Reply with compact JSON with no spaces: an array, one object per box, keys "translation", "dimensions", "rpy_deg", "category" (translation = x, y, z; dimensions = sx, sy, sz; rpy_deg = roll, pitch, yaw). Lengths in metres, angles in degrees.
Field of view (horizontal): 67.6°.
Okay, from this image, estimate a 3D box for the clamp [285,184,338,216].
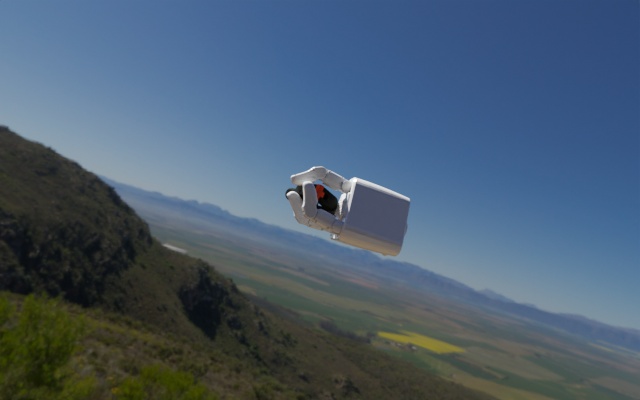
[{"translation":[0.000,0.002,0.868],"dimensions":[0.120,0.039,0.171],"rpy_deg":[19,-6,-9],"category":"clamp"}]
